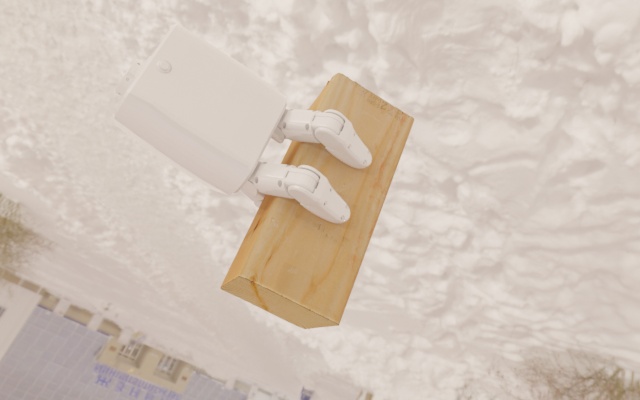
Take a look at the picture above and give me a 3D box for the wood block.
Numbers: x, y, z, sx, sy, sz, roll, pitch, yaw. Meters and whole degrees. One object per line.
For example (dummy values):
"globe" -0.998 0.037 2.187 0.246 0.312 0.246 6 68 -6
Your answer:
"wood block" 0.000 0.001 0.438 0.090 0.206 0.091 29 -24 -12
